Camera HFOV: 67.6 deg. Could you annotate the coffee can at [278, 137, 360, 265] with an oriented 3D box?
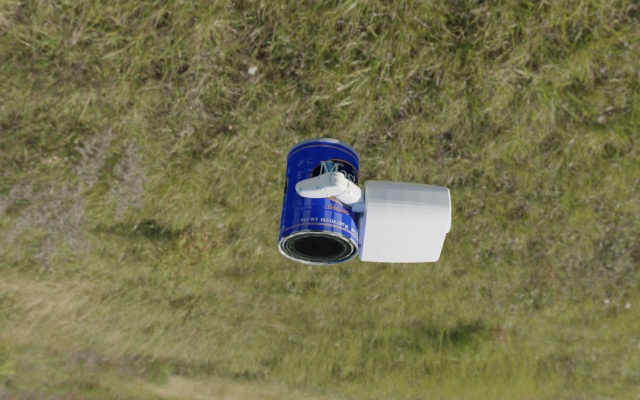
[{"bbox_3d":[0.000,0.002,0.639,0.103,0.140,0.103,3,-30,2],"label":"coffee can"}]
